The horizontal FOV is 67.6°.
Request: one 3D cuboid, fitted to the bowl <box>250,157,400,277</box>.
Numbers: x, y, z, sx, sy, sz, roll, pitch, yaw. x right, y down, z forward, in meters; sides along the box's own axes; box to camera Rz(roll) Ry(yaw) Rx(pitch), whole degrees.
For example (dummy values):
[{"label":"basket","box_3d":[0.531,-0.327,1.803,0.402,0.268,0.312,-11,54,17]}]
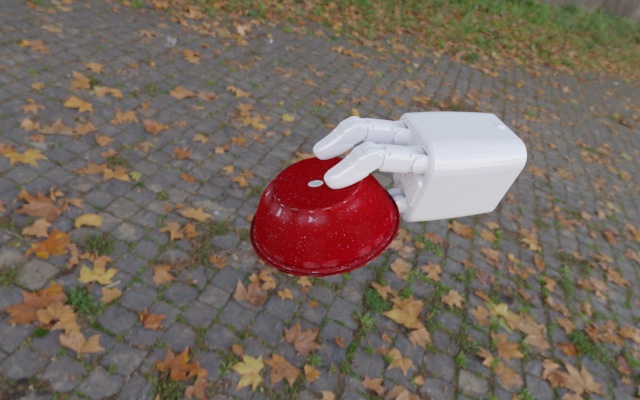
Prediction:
[{"label":"bowl","box_3d":[-0.001,0.002,0.494,0.162,0.055,0.162,-6,39,5]}]
